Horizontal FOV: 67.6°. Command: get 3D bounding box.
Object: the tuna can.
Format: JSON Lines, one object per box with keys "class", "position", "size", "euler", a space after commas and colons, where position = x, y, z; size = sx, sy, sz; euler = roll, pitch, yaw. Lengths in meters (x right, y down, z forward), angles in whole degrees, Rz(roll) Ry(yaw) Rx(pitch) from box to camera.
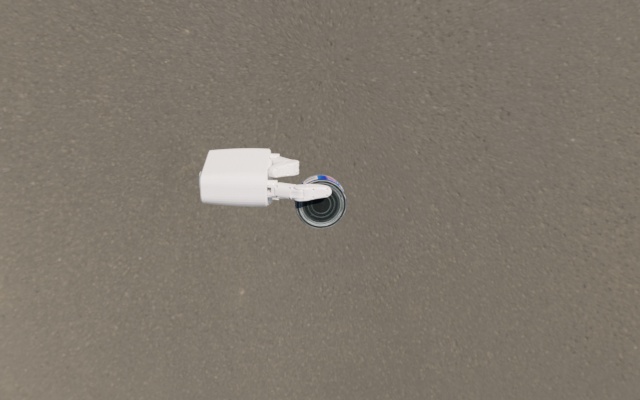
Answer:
{"class": "tuna can", "position": [0.000, 0.003, 0.787], "size": [0.086, 0.086, 0.033], "euler": [0, 16, -5]}
